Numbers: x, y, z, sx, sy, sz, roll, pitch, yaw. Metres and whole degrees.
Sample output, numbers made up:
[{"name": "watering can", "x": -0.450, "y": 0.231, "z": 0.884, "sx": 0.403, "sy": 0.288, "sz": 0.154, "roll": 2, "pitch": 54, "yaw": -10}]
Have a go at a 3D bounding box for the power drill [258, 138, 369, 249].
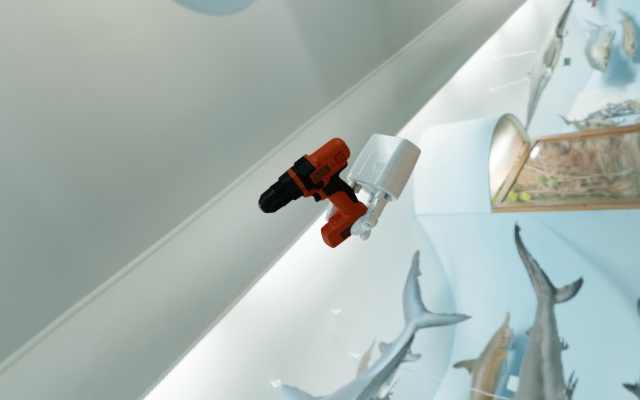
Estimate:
[{"name": "power drill", "x": 0.001, "y": 0.003, "z": 0.858, "sx": 0.184, "sy": 0.188, "sz": 0.057, "roll": -36, "pitch": 41, "yaw": -3}]
